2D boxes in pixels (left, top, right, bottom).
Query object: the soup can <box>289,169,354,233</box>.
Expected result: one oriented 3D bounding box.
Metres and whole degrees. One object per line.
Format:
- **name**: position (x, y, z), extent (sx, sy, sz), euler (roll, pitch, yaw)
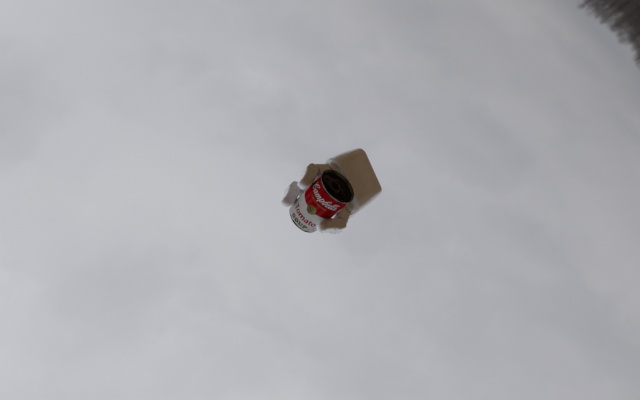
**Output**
- **soup can**: position (0.000, 0.003, 0.827), extent (0.068, 0.068, 0.102), euler (0, -33, -44)
